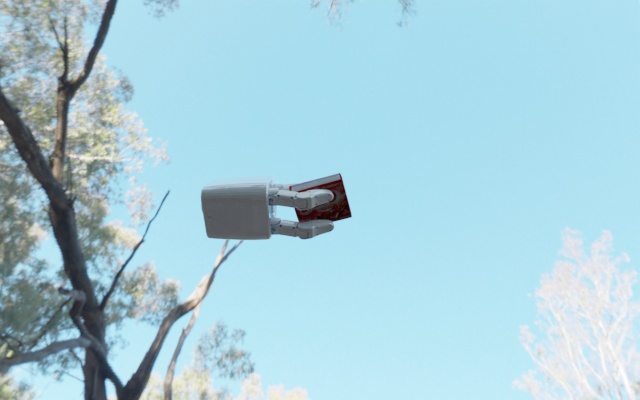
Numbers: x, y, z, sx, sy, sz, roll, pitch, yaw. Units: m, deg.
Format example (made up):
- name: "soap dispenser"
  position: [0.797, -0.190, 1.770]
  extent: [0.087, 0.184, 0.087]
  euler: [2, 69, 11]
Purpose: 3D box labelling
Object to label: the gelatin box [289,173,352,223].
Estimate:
- name: "gelatin box"
  position: [0.000, 0.002, 0.779]
  extent: [0.089, 0.073, 0.030]
  euler: [-15, 28, 3]
